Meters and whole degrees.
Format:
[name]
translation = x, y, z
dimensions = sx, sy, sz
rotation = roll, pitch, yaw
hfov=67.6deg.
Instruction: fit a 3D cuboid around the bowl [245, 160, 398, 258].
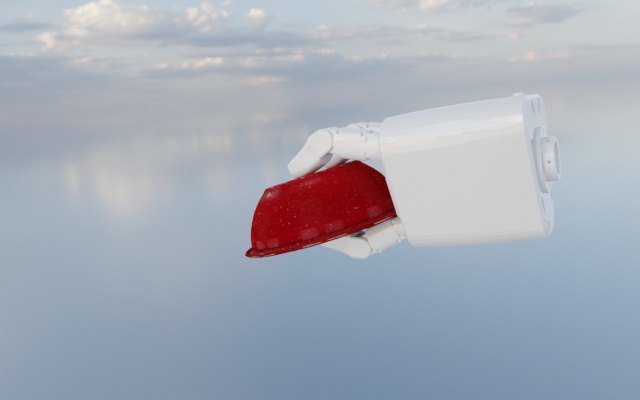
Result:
[bowl]
translation = -0.001, 0.001, 0.445
dimensions = 0.162, 0.055, 0.162
rotation = -18, 3, 1
